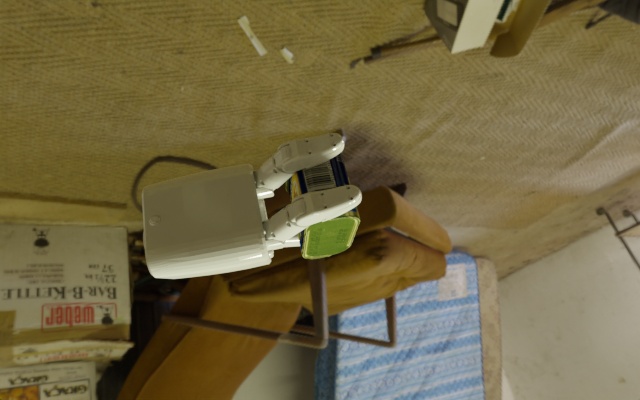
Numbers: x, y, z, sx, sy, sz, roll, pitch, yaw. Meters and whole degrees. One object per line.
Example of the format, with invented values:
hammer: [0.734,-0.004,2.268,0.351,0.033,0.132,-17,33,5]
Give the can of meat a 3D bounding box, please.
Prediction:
can of meat: [0.000,0.002,0.476,0.057,0.084,0.102,-9,-26,-9]
